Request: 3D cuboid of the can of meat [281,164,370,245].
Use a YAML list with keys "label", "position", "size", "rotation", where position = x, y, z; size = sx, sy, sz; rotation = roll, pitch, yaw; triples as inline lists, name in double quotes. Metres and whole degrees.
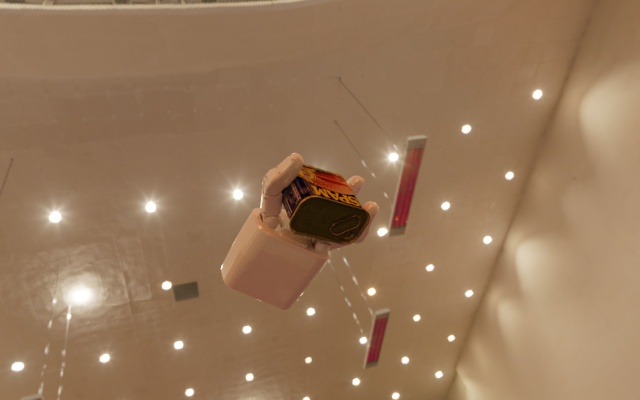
- label: "can of meat"
  position: [0.000, 0.002, 0.603]
  size: [0.102, 0.057, 0.084]
  rotation: [15, 29, -31]
